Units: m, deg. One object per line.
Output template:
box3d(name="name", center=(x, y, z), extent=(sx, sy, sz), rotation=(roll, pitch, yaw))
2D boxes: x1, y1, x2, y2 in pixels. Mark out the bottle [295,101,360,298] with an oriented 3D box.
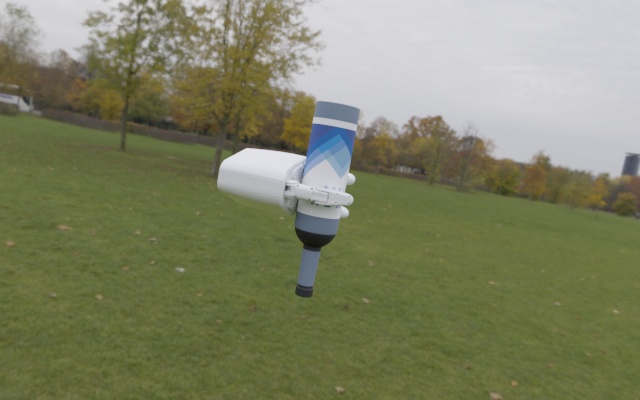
box3d(name="bottle", center=(0.000, 0.002, 0.725), extent=(0.069, 0.296, 0.069), rotation=(10, 6, -1))
